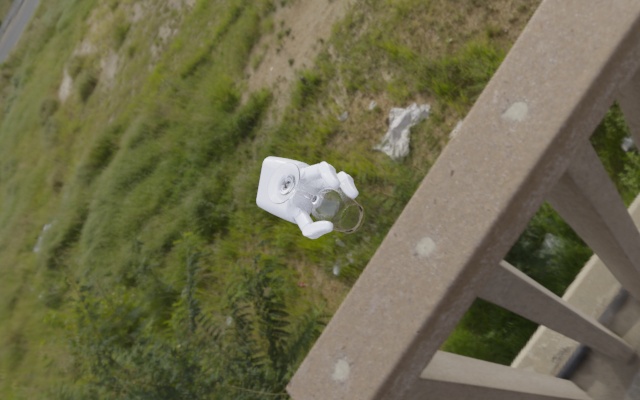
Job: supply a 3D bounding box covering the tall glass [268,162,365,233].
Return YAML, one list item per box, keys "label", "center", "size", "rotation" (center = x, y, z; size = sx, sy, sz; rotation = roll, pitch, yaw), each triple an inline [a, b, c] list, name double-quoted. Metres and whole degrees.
- label: "tall glass"
  center: [0.000, 0.003, 0.868]
  size: [0.079, 0.079, 0.201]
  rotation: [0, -19, 42]
